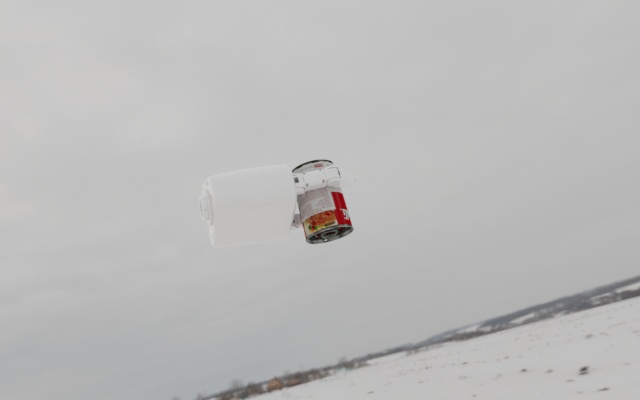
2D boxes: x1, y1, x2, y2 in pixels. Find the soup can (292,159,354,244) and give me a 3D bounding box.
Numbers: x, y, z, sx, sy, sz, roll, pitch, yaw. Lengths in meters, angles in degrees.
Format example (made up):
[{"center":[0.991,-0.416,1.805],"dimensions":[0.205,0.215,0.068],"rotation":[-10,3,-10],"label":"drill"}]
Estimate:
[{"center":[0.001,0.002,0.670],"dimensions":[0.068,0.102,0.068],"rotation":[-14,-19,-5],"label":"soup can"}]
